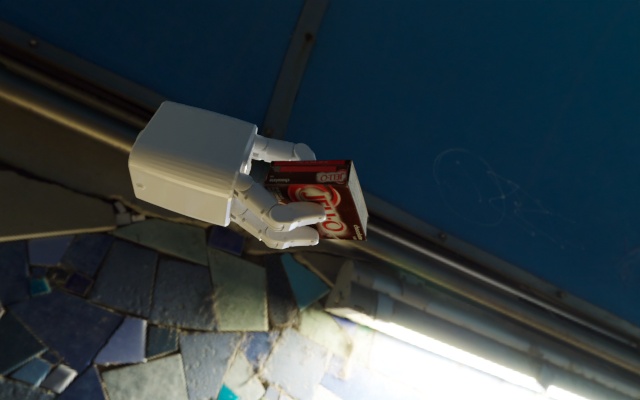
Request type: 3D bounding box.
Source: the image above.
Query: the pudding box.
[{"bbox_3d":[0.000,0.002,0.522,0.090,0.039,0.114,1,-31,18],"label":"pudding box"}]
